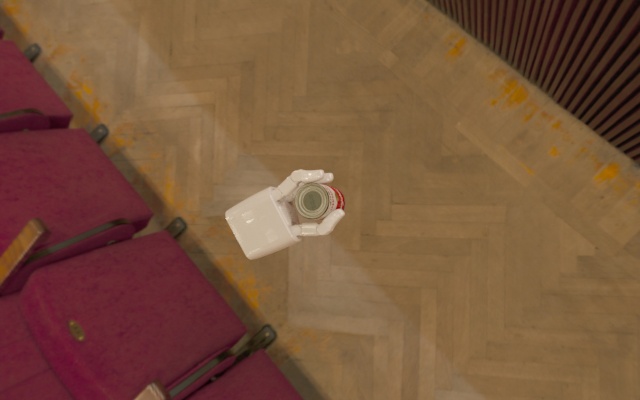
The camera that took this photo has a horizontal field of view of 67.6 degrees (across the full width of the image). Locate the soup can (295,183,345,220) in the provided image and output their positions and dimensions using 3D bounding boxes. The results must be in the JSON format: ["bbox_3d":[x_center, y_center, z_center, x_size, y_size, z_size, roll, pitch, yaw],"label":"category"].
[{"bbox_3d":[0.001,0.003,0.899,0.068,0.068,0.102,0,-3,19],"label":"soup can"}]
